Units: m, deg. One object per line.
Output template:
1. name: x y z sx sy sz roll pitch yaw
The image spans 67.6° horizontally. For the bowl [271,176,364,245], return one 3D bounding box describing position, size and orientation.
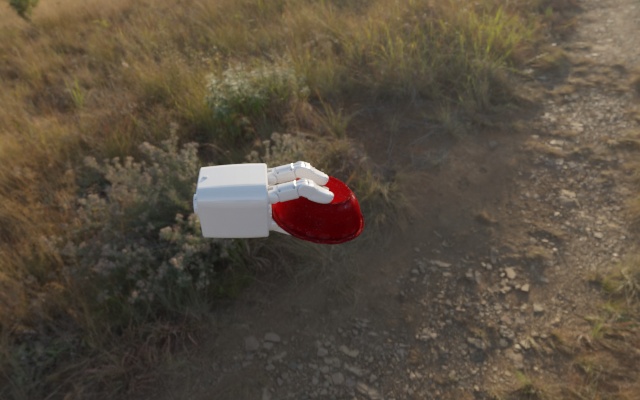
1. bowl: 0.001 0.002 0.792 0.162 0.055 0.162 10 31 -6
